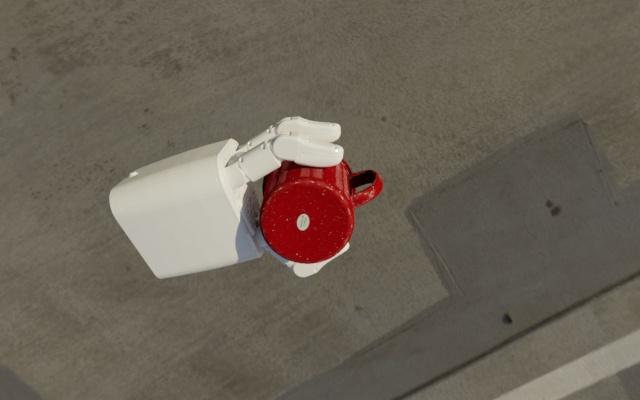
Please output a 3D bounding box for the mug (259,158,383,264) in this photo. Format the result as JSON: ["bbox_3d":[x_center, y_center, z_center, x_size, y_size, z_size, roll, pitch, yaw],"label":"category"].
[{"bbox_3d":[0.001,0.001,0.433,0.117,0.093,0.081,-16,22,7],"label":"mug"}]
